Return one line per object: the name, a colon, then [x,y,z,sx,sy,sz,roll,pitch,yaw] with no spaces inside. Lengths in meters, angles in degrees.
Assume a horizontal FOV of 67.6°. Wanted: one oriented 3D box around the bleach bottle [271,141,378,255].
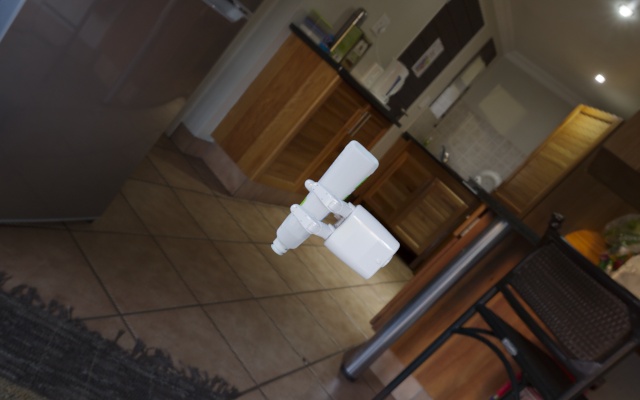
bleach bottle: [0.000,0.003,0.893,0.068,0.251,0.102,42,14,-1]
